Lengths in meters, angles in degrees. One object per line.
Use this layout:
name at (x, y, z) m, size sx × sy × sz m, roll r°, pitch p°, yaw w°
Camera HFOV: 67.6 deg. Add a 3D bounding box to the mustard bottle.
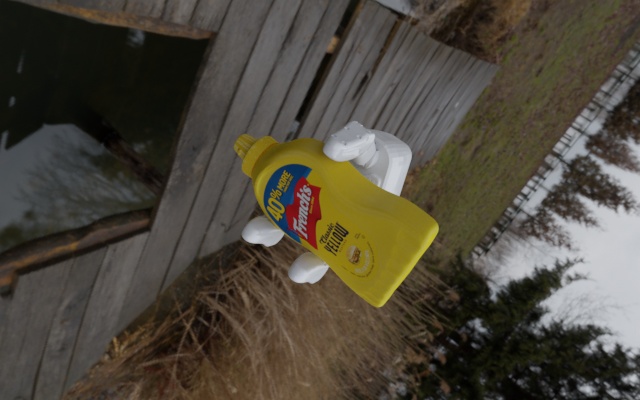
mustard bottle at (0.000, 0.002, 0.416) m, size 0.191 × 0.096 × 0.058 m, roll 38°, pitch 44°, yaw 14°
